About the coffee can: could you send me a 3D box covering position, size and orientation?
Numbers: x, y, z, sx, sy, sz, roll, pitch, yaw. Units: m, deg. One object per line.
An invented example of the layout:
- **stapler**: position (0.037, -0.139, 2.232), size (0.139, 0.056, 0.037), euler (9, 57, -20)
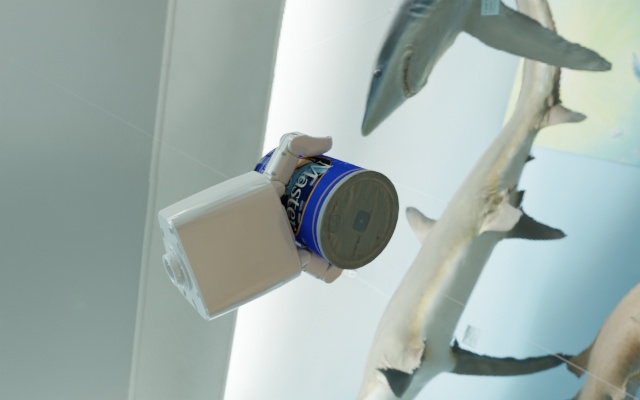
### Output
- **coffee can**: position (0.000, 0.002, 0.521), size (0.103, 0.103, 0.140), euler (0, 16, -38)
